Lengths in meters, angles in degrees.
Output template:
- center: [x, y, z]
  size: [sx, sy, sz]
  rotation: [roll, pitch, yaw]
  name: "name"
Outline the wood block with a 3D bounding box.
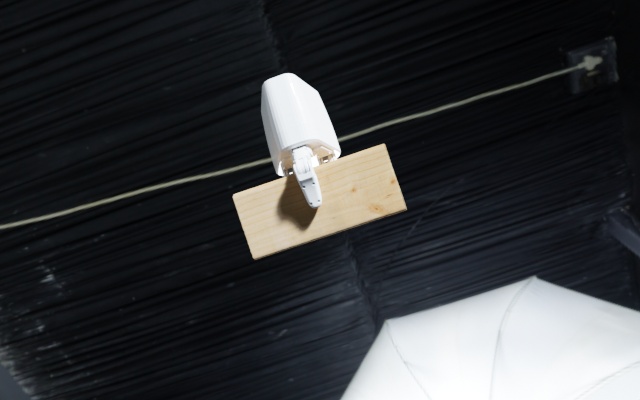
- center: [0.000, 0.002, 0.647]
  size: [0.206, 0.090, 0.091]
  rotation: [-19, 0, 4]
  name: "wood block"
